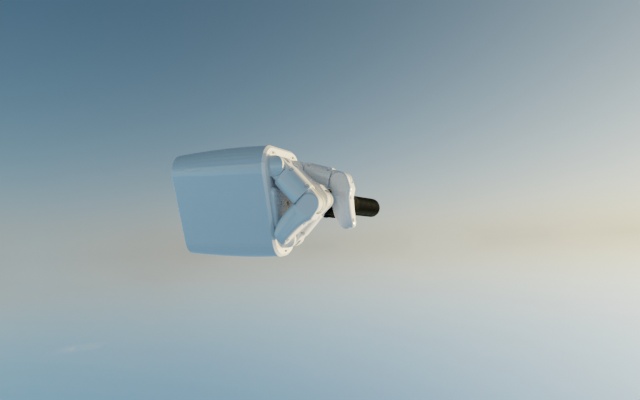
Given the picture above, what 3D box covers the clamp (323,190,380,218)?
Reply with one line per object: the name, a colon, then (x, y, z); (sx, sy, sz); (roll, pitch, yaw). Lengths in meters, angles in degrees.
clamp: (0.000, 0.003, 0.583); (0.120, 0.039, 0.171); (0, -4, 17)
